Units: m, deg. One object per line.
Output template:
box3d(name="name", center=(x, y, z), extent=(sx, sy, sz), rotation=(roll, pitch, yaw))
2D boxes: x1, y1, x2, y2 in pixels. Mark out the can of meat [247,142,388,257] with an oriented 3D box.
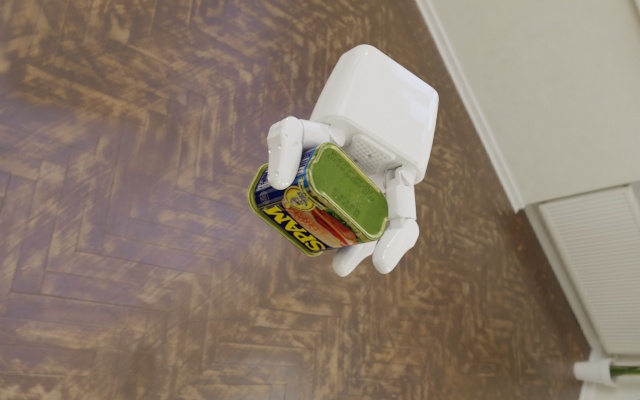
box3d(name="can of meat", center=(0.000, 0.001, 0.429), extent=(0.084, 0.057, 0.102), rotation=(-17, -50, 45))
